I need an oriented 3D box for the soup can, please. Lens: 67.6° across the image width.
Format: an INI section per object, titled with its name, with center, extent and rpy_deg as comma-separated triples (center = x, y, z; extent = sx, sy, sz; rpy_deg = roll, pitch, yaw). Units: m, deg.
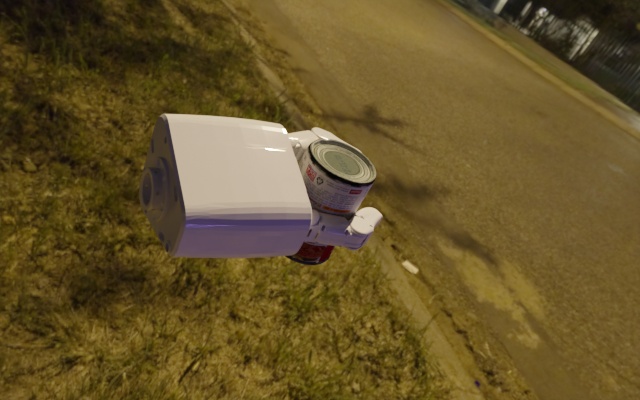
[soup can]
center = 0.001, 0.001, 0.448
extent = 0.068, 0.102, 0.068
rpy_deg = 20, 33, -13
